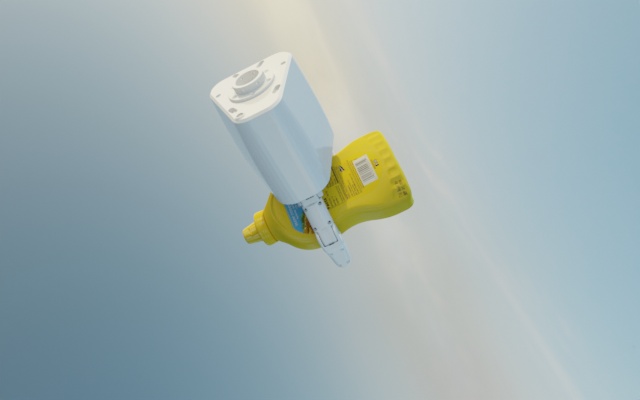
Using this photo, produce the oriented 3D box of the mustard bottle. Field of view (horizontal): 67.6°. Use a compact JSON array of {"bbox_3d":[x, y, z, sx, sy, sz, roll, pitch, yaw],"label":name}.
[{"bbox_3d":[0.000,0.002,0.539,0.191,0.096,0.058,-25,-25,6],"label":"mustard bottle"}]
